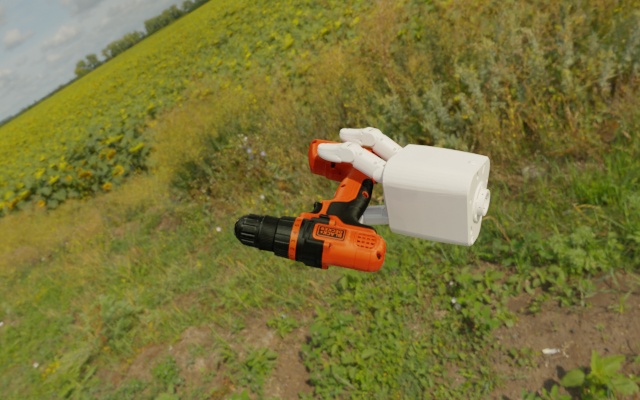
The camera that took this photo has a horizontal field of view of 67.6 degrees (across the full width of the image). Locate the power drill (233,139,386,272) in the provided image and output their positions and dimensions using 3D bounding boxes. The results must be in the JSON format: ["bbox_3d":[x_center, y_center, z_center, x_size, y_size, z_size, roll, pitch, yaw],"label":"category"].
[{"bbox_3d":[0.000,0.002,0.618,0.184,0.187,0.057,12,-41,6],"label":"power drill"}]
